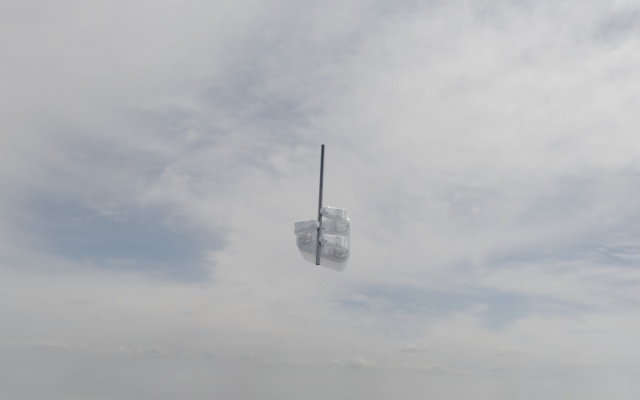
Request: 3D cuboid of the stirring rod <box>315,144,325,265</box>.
[{"bbox_3d":[0.000,0.003,0.898,0.011,0.239,0.011,2,-21,1],"label":"stirring rod"}]
